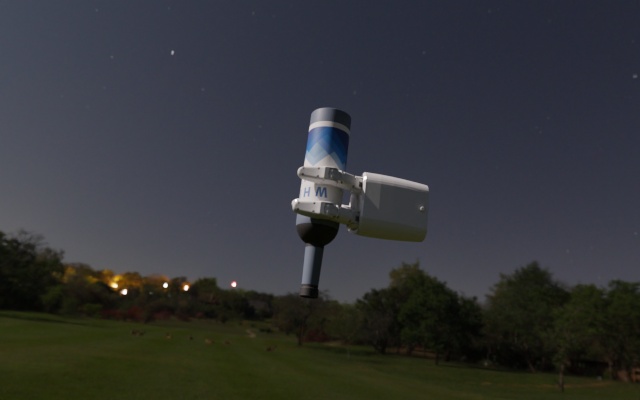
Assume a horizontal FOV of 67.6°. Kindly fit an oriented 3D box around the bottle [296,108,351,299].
[{"bbox_3d":[0.000,0.002,0.742,0.069,0.295,0.069,7,-18,2],"label":"bottle"}]
